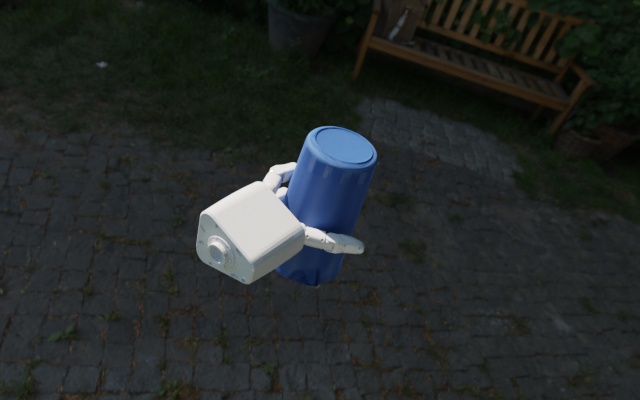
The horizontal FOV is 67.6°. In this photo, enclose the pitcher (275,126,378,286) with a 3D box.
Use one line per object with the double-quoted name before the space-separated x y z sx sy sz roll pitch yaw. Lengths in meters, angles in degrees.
"pitcher" 0.000 0.003 0.760 0.149 0.243 0.145 37 41 22
